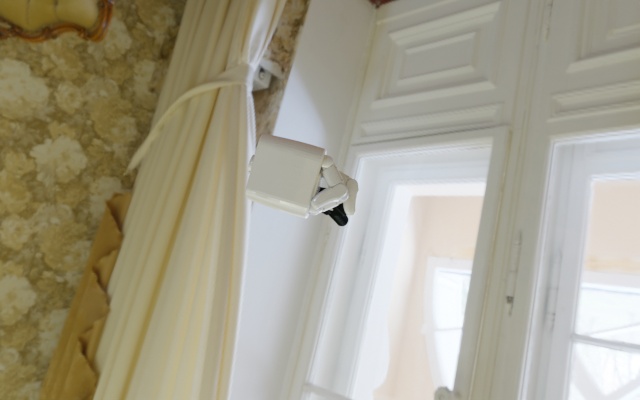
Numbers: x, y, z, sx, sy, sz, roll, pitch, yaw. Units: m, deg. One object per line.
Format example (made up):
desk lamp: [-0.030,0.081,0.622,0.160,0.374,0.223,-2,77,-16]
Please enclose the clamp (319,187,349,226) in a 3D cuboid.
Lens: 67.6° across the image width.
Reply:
clamp: [0.000,0.003,0.866,0.120,0.039,0.171,19,-14,3]
